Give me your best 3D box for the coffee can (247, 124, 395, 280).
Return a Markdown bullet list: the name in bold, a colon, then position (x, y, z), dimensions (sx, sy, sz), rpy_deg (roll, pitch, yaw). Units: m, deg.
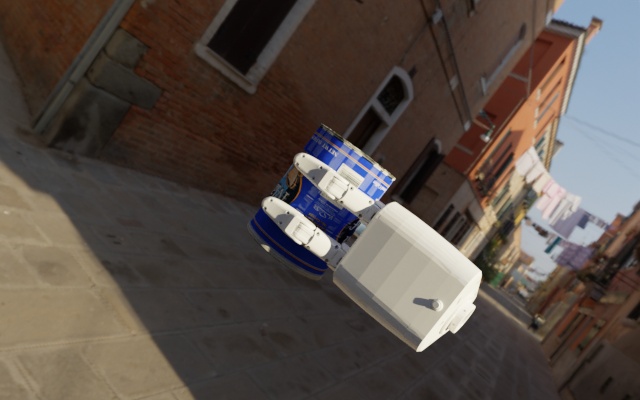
- **coffee can**: position (0.000, 0.002, 0.531), dimensions (0.103, 0.140, 0.103), rpy_deg (36, 6, -4)
